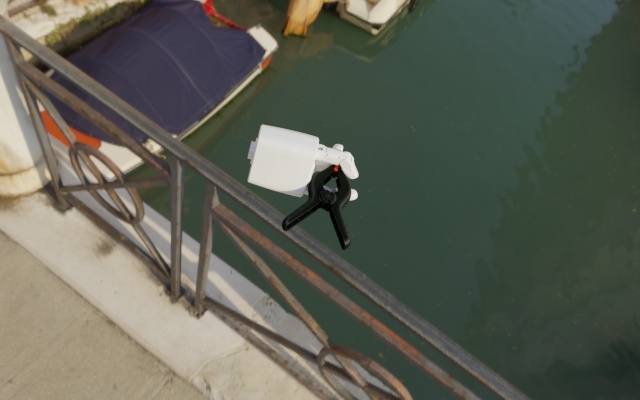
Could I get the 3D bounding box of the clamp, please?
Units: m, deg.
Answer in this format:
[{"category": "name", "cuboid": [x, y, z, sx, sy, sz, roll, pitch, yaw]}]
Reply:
[{"category": "clamp", "cuboid": [0.000, 0.002, 0.847, 0.120, 0.171, 0.039, 14, -37, -9]}]
